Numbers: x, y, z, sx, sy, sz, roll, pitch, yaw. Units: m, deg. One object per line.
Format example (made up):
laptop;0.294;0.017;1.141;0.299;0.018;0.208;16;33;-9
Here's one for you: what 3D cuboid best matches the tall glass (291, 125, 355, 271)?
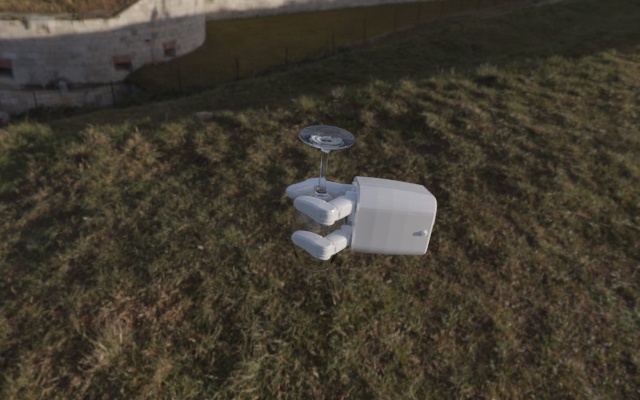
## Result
tall glass;0.000;0.002;0.671;0.079;0.201;0.079;5;30;-3
